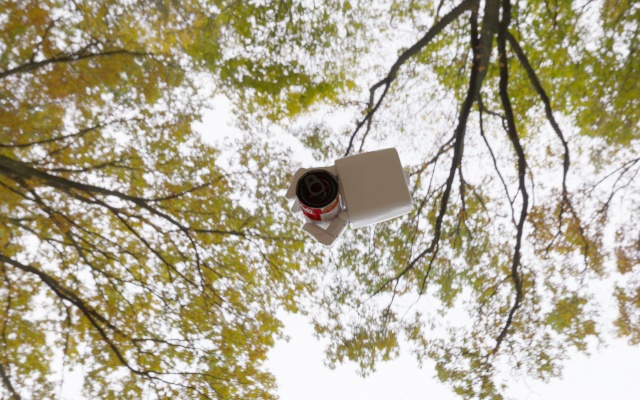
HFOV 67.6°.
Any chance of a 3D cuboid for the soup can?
[{"bbox_3d":[0.000,0.003,0.778,0.068,0.068,0.102,0,-25,6],"label":"soup can"}]
